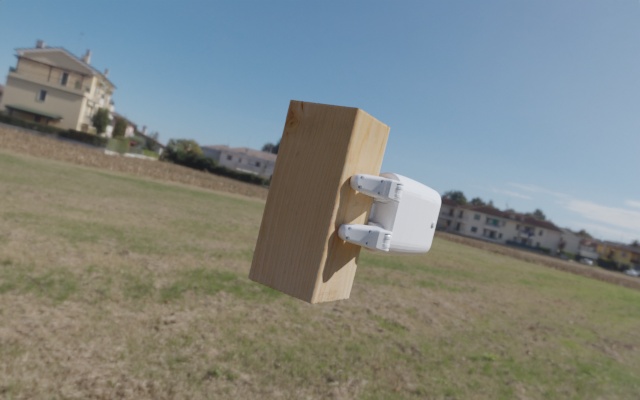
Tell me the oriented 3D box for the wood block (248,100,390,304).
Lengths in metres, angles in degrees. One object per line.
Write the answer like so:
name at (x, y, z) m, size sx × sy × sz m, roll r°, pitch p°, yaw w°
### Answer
wood block at (0.000, 0.002, 0.545) m, size 0.091 × 0.206 × 0.090 m, roll 14°, pitch 1°, yaw 32°
